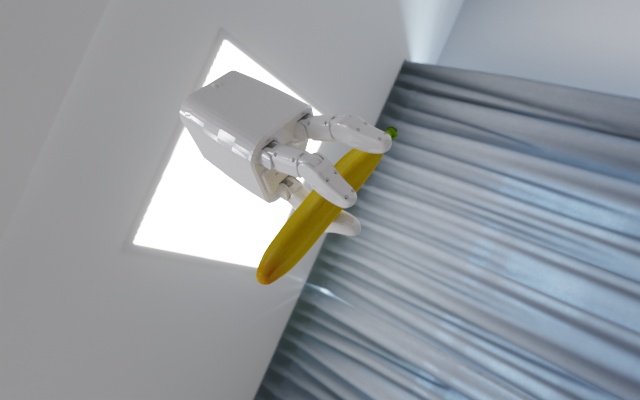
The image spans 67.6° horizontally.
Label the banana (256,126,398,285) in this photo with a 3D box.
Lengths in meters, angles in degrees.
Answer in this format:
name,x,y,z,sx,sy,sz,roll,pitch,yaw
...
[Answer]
name,x,y,z,sx,sy,sz,roll,pitch,yaw
banana,0.001,0.004,0.476,0.037,0.197,0.070,38,-13,8
